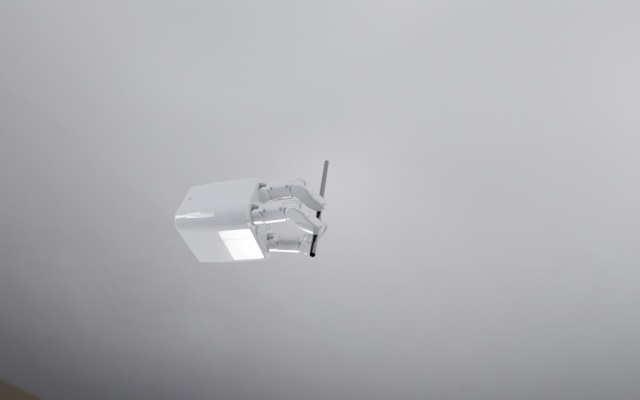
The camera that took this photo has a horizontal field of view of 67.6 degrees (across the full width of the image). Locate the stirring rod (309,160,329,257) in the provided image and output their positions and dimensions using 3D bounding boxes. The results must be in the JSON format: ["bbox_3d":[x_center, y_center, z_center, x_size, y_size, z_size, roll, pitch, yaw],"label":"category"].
[{"bbox_3d":[0.000,0.002,0.707,0.011,0.011,0.239,0,34,6],"label":"stirring rod"}]
